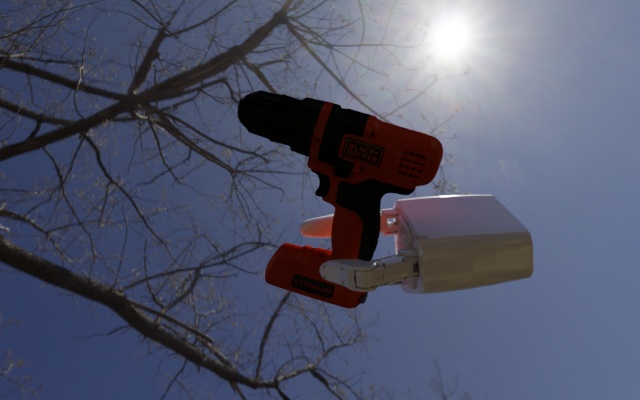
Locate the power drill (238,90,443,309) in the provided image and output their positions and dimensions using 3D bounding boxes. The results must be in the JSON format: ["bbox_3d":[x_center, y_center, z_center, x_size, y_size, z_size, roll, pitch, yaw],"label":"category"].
[{"bbox_3d":[0.000,0.002,0.450,0.184,0.188,0.057,17,28,6],"label":"power drill"}]
